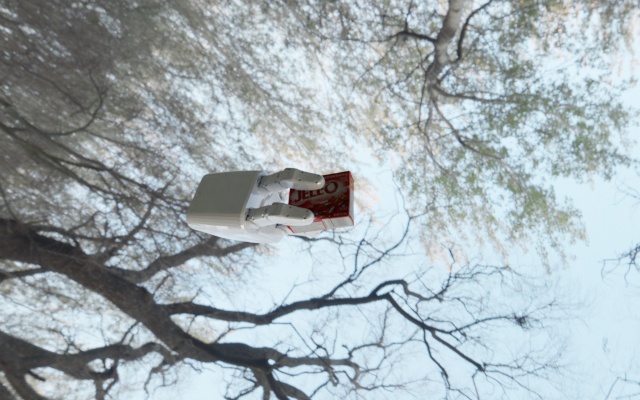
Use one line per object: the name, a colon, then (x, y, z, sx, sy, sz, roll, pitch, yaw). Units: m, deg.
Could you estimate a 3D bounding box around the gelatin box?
gelatin box: (0.001, 0.002, 0.642, 0.089, 0.073, 0.030, -8, -35, 16)
